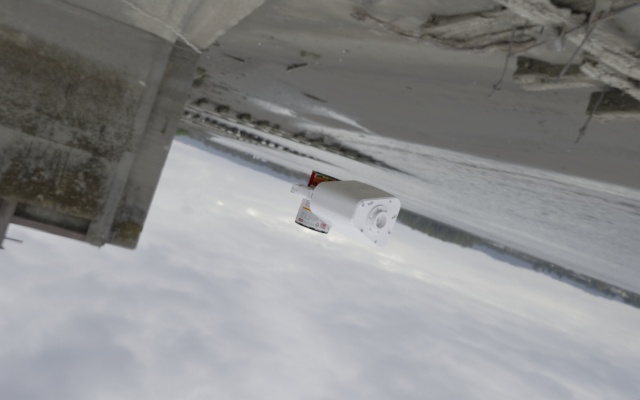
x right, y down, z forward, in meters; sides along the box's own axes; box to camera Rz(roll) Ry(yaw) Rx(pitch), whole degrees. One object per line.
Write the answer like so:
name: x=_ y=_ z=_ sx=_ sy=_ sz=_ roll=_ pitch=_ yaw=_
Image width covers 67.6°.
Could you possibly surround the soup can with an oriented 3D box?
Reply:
soup can: x=0.000 y=0.003 z=0.877 sx=0.068 sy=0.102 sz=0.068 roll=20 pitch=3 yaw=-1
